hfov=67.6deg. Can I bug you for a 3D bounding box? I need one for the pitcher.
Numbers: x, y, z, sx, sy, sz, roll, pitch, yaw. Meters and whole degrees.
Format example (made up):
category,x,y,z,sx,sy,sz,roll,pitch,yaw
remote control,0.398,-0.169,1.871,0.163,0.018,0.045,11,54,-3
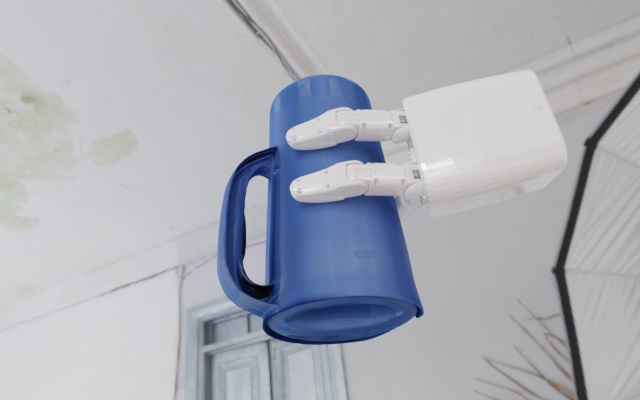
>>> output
category,x,y,z,sx,sy,sz,roll,pitch,yaw
pitcher,0.000,0.001,0.444,0.145,0.242,0.149,-14,-31,13
